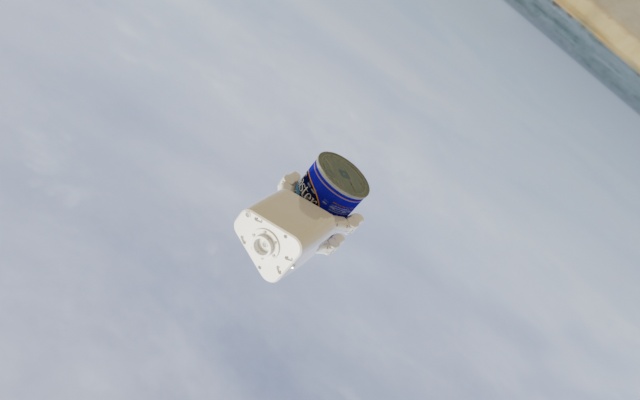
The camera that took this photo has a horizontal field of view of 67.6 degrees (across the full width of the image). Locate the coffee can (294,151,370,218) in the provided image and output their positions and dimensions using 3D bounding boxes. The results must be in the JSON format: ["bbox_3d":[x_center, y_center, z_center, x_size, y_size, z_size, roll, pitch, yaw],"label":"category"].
[{"bbox_3d":[0.000,0.002,0.804,0.103,0.102,0.140,0,-42,-48],"label":"coffee can"}]
